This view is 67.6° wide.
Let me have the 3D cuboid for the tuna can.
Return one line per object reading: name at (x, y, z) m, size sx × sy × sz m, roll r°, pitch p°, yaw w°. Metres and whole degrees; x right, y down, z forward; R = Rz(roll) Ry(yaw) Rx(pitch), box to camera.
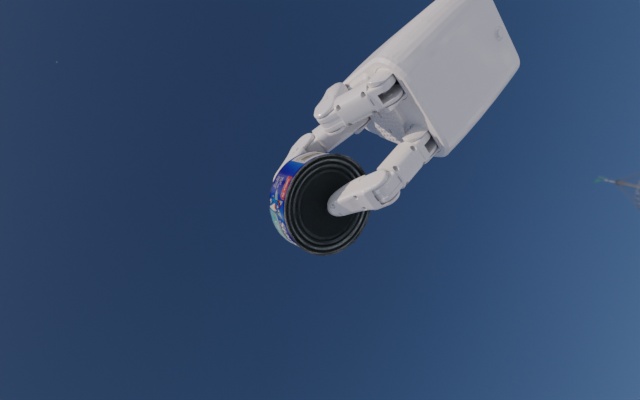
tuna can at (0.000, 0.001, 0.406) m, size 0.086 × 0.086 × 0.033 m, roll 0°, pitch 10°, yaw -33°
